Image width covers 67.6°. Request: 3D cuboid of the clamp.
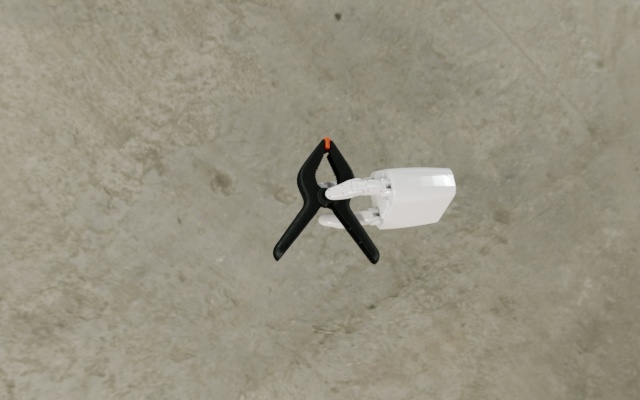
[{"bbox_3d":[0.000,0.002,0.747,0.164,0.210,0.036,-3,-16,-15],"label":"clamp"}]
